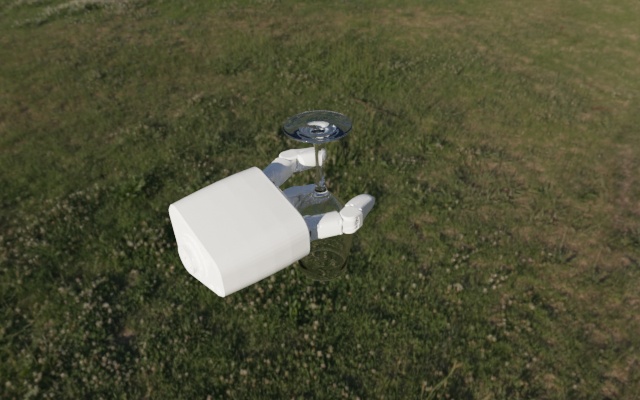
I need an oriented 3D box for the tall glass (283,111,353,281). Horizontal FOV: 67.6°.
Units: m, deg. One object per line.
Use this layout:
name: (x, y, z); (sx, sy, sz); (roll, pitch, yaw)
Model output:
tall glass: (0.000, 0.001, 0.563); (0.079, 0.201, 0.079); (-2, 35, 1)
